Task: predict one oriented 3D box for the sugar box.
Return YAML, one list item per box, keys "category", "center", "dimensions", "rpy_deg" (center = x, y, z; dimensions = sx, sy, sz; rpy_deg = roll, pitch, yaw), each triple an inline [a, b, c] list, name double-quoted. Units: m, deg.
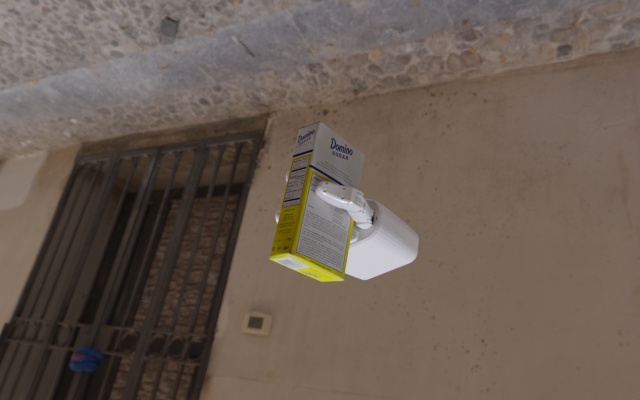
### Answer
- category: "sugar box"
  center: [0.000, 0.002, 0.591]
  dimensions: [0.048, 0.176, 0.093]
  rpy_deg: [-14, -34, 42]
